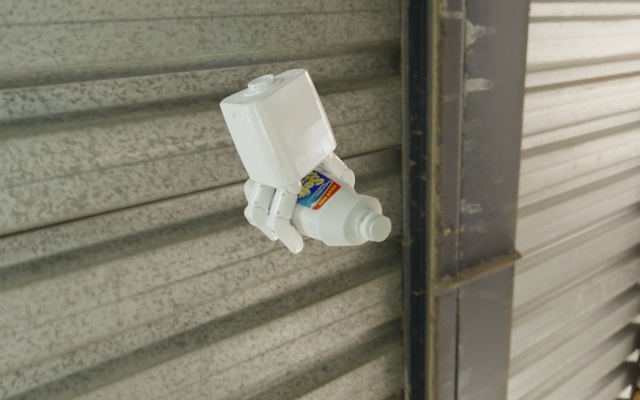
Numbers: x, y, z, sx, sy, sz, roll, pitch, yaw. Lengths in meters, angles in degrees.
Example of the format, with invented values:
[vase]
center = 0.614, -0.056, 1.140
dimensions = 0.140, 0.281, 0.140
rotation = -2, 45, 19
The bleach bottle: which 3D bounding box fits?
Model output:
[bleach bottle]
center = 0.000, 0.002, 0.613
dimensions = 0.102, 0.068, 0.251
rotation = -33, 28, -25
